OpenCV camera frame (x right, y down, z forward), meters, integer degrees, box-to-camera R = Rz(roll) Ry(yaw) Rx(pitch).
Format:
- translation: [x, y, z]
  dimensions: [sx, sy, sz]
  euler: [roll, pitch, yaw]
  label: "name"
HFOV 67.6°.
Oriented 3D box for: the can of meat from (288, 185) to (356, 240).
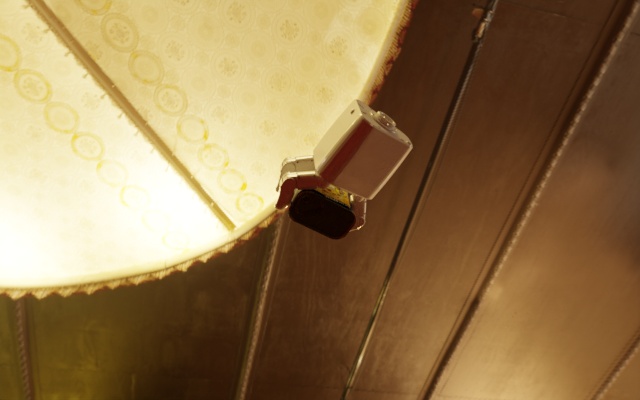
- translation: [0.000, 0.002, 0.747]
  dimensions: [0.102, 0.057, 0.084]
  euler: [26, 26, -19]
  label: "can of meat"
